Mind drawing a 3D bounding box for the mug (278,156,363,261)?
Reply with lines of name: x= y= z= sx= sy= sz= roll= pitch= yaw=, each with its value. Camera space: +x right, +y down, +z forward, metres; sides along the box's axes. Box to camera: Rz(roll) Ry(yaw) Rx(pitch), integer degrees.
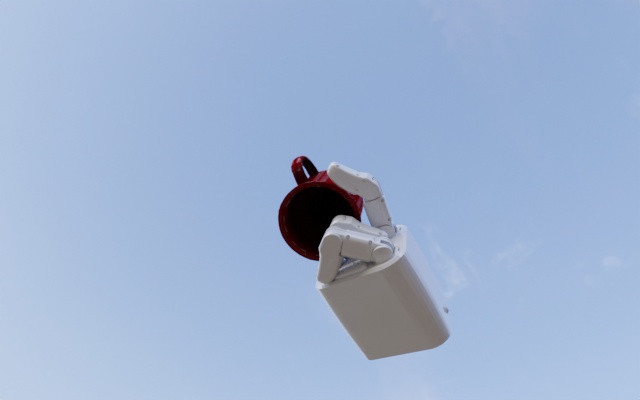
mug: x=-0.001 y=0.001 z=0.553 sx=0.093 sy=0.117 sz=0.081 roll=-27 pitch=11 yaw=18
